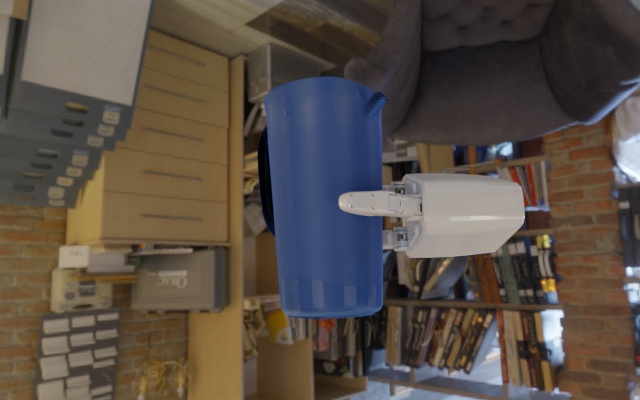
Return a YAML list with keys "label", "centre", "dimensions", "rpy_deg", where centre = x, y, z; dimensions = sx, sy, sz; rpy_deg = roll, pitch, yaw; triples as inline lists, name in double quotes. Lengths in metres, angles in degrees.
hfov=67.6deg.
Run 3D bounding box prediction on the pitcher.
- label: "pitcher"
  centre: [0.000, 0.002, 0.527]
  dimensions: [0.145, 0.243, 0.149]
  rpy_deg: [-1, -9, -4]
